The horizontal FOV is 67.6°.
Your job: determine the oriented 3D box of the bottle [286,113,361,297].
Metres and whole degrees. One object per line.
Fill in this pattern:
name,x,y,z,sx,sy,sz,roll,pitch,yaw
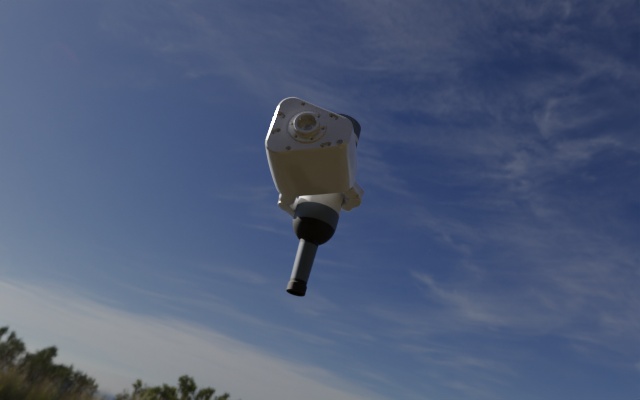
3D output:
bottle,0.000,0.002,0.730,0.069,0.295,0.069,12,-27,6
